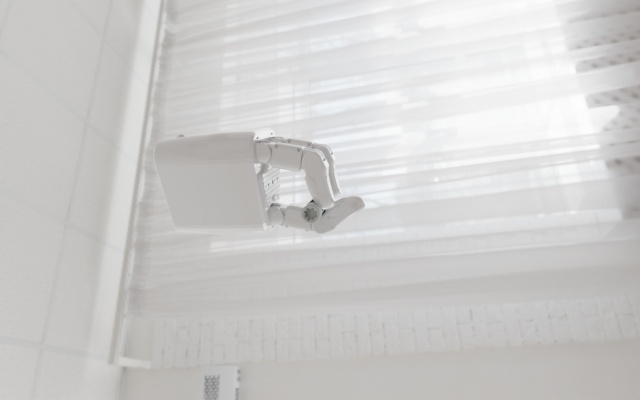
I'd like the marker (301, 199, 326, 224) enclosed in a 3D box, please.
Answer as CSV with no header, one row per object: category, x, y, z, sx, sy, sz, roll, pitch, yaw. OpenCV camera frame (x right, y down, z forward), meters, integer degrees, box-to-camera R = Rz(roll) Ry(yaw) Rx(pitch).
marker,0.000,0.002,0.521,0.020,0.020,0.121,0,12,10
